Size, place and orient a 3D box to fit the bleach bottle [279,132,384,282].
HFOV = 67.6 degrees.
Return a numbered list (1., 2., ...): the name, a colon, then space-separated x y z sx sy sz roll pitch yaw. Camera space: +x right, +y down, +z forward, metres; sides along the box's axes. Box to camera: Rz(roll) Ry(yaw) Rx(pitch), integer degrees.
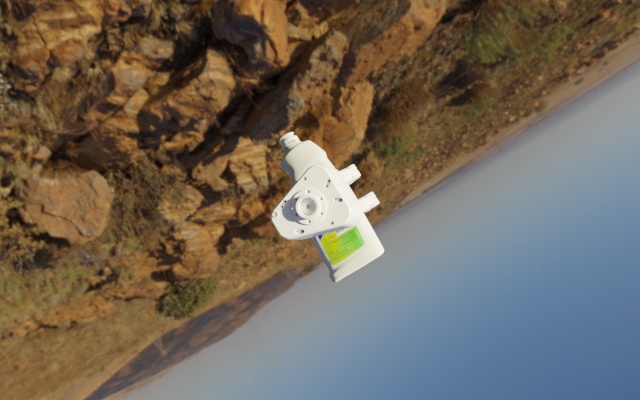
1. bleach bottle: 0.000 0.003 0.795 0.102 0.251 0.068 -33 -7 11
